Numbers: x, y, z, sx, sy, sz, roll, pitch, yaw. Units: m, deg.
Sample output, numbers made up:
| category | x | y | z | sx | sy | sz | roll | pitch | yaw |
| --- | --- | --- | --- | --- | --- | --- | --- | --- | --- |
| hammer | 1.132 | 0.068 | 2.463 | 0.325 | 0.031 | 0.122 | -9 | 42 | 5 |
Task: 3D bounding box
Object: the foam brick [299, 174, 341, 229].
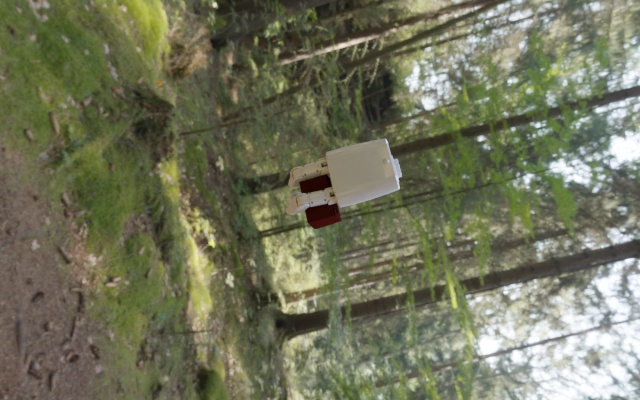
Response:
| category | x | y | z | sx | sy | sz | roll | pitch | yaw |
| --- | --- | --- | --- | --- | --- | --- | --- | --- | --- |
| foam brick | 0.000 | 0.003 | 0.830 | 0.051 | 0.078 | 0.053 | -15 | -17 | 9 |
